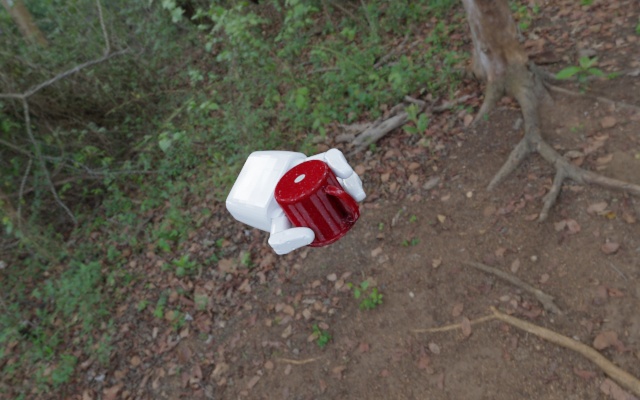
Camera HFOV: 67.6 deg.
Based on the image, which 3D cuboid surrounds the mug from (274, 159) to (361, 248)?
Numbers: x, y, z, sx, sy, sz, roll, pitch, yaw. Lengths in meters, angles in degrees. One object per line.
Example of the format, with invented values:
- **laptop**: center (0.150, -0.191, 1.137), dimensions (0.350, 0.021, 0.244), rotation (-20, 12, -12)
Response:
- **mug**: center (0.001, 0.002, 0.618), dimensions (0.117, 0.093, 0.081), rotation (10, -37, 46)
